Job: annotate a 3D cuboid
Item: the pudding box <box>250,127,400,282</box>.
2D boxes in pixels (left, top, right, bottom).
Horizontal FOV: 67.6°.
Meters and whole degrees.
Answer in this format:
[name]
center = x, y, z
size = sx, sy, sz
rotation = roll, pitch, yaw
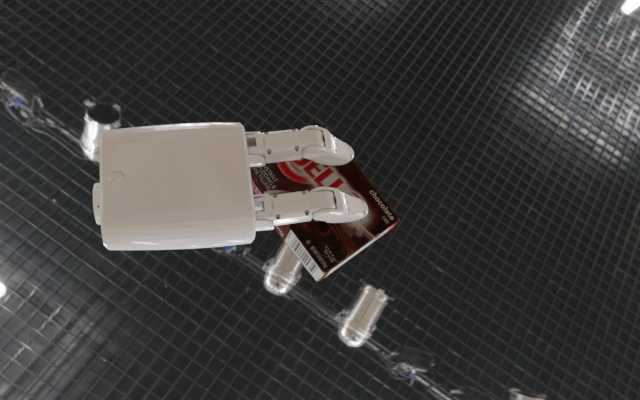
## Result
[pudding box]
center = 0.000, 0.001, 0.425
size = 0.090, 0.113, 0.039
rotation = -33, -9, -25
